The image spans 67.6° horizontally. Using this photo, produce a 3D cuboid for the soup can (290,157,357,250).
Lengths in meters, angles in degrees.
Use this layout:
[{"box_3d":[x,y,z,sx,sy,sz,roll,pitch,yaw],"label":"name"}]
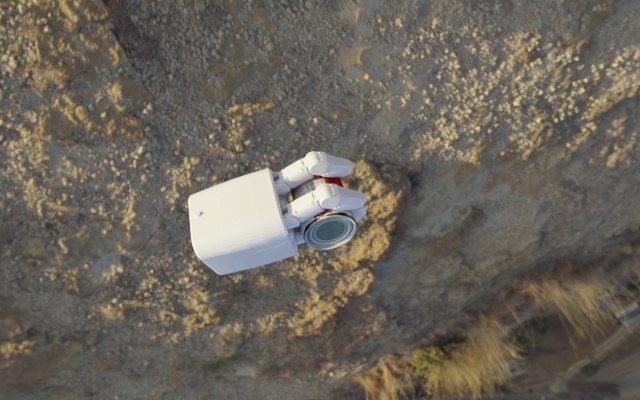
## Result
[{"box_3d":[0.001,0.002,0.596,0.068,0.102,0.069,-10,-41,-9],"label":"soup can"}]
